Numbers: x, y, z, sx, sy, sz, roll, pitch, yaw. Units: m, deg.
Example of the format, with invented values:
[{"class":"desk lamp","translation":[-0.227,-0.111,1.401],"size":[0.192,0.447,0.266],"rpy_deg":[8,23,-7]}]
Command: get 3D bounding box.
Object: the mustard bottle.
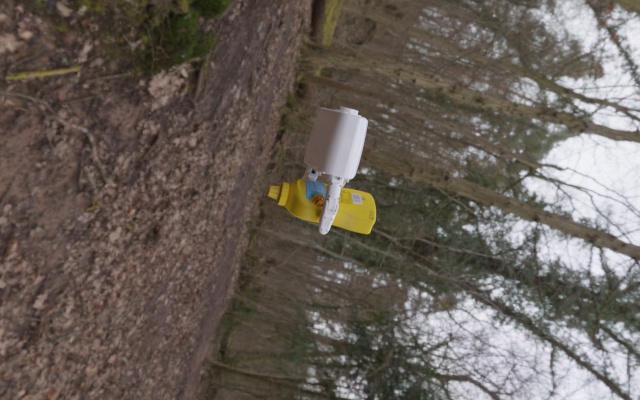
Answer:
[{"class":"mustard bottle","translation":[0.000,0.003,0.858],"size":[0.191,0.058,0.096],"rpy_deg":[13,34,-12]}]
